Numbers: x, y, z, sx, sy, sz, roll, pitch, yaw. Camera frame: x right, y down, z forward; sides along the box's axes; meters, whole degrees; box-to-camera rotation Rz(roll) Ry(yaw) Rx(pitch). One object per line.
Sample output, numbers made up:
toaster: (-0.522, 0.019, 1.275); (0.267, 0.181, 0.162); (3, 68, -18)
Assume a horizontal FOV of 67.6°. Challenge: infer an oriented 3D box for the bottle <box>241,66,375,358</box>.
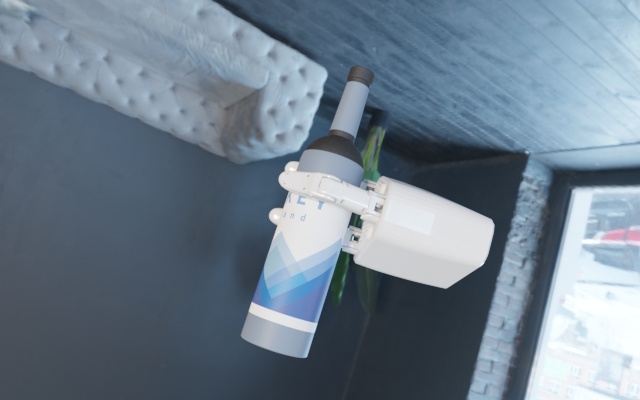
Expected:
bottle: (0.000, 0.002, 0.482); (0.069, 0.295, 0.069); (17, -10, 3)
